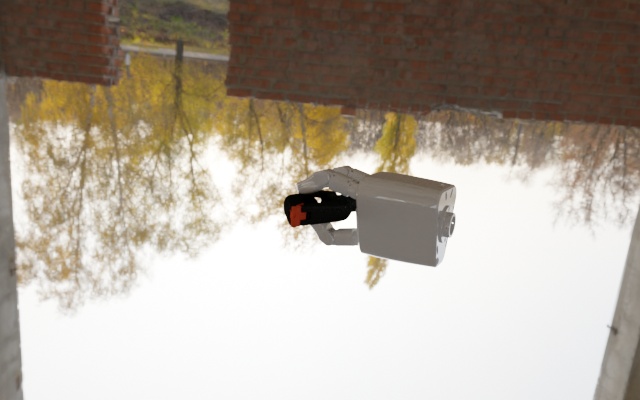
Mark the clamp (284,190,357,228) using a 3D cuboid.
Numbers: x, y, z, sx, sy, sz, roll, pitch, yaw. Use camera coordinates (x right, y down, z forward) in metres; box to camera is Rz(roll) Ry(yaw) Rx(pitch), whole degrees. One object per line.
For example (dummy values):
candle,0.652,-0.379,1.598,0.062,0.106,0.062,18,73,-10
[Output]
clamp,0.000,0.003,0.686,0.164,0.036,0.210,9,13,28
